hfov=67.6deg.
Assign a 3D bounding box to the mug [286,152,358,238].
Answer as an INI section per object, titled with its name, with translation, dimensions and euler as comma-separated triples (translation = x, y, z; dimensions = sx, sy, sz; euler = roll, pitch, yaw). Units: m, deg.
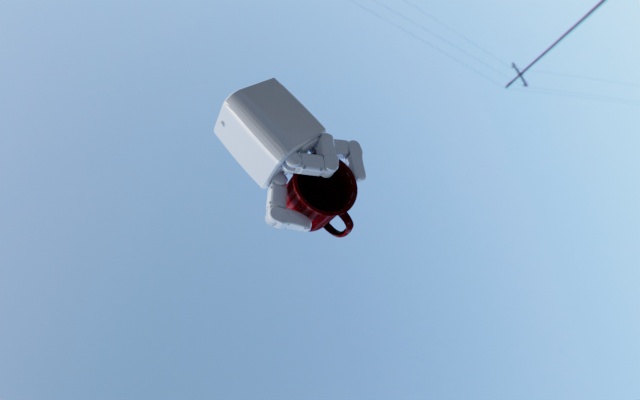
[mug]
translation = 0.001, 0.003, 0.659
dimensions = 0.093, 0.117, 0.081
euler = -39, -4, -34
